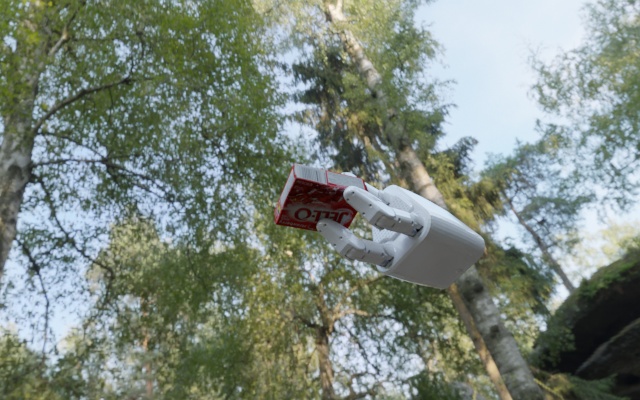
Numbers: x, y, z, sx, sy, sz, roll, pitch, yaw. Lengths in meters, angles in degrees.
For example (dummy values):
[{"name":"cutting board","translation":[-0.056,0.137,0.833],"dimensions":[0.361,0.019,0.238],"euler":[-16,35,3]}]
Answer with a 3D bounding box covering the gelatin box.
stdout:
[{"name":"gelatin box","translation":[0.000,0.001,0.549],"dimensions":[0.089,0.073,0.030],"euler":[12,40,-19]}]
